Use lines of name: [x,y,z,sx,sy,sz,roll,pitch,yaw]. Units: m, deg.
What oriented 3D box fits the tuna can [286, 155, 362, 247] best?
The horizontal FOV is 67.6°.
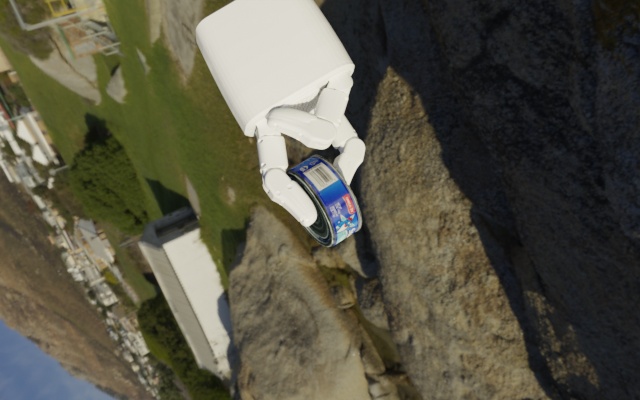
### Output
tuna can: [0.000,0.002,0.460,0.033,0.086,0.086,-31,12,-20]
